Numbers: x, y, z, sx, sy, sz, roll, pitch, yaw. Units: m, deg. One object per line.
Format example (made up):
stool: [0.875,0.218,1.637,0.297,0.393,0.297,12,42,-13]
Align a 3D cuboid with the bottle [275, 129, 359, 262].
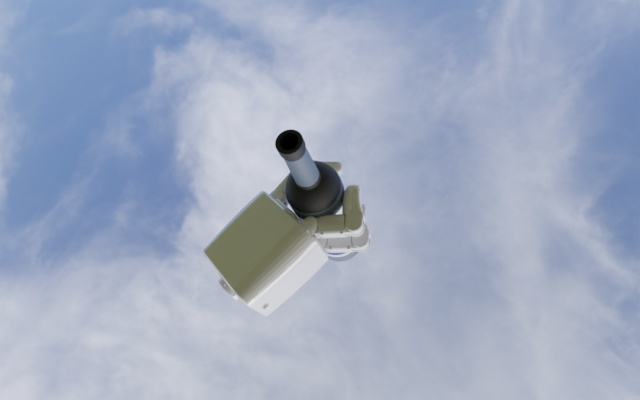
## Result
bottle: [0.000,0.002,0.582,0.069,0.069,0.296,0,-23,13]
